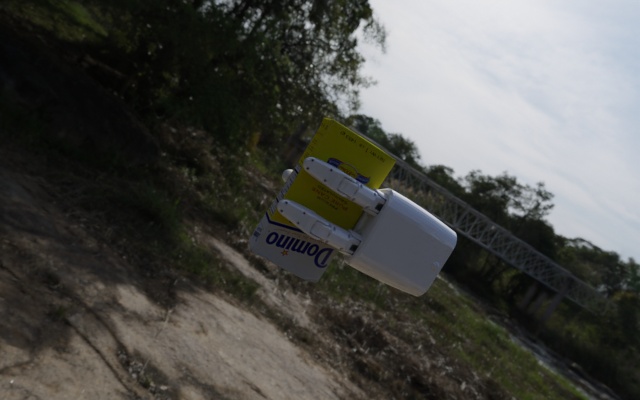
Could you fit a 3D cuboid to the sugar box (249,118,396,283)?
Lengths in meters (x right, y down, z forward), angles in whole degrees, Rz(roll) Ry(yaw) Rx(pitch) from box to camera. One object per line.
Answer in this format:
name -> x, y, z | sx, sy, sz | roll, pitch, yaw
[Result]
sugar box -> 0.000, 0.002, 0.559 | 0.093, 0.176, 0.048 | 29, 5, -18
